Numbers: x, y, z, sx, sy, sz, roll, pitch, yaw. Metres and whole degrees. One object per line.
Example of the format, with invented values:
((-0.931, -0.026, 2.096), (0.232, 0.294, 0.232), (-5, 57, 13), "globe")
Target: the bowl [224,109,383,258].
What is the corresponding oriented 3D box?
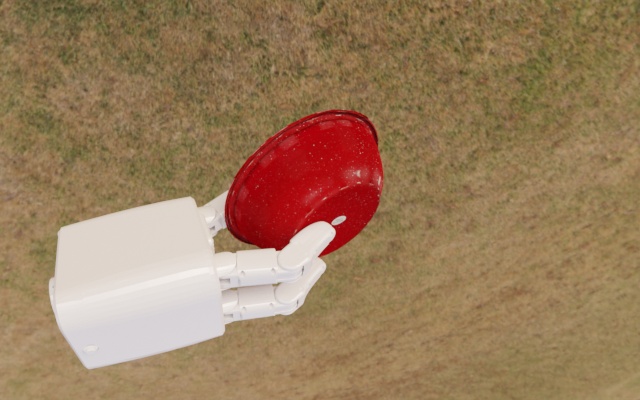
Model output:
((0.001, 0.001, 0.422), (0.162, 0.162, 0.055), (0, 42, -47), "bowl")
